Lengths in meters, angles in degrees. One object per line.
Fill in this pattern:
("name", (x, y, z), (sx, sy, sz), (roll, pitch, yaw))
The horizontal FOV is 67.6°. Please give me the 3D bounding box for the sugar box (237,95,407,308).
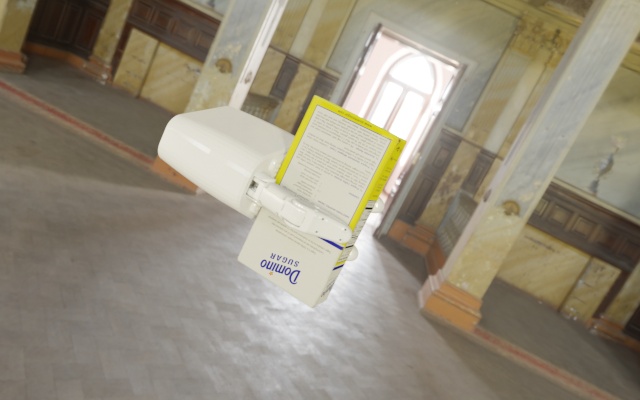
("sugar box", (0.000, 0.001, 0.456), (0.093, 0.176, 0.048), (30, 12, 18))
